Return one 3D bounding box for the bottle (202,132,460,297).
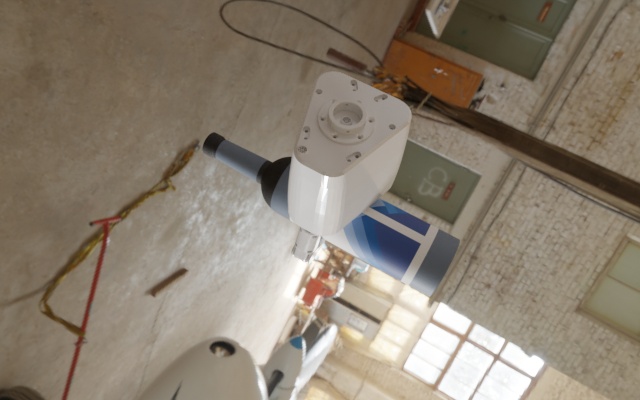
[{"bbox_3d":[0.000,0.002,0.518,0.295,0.069,0.069,28,6,11],"label":"bottle"}]
